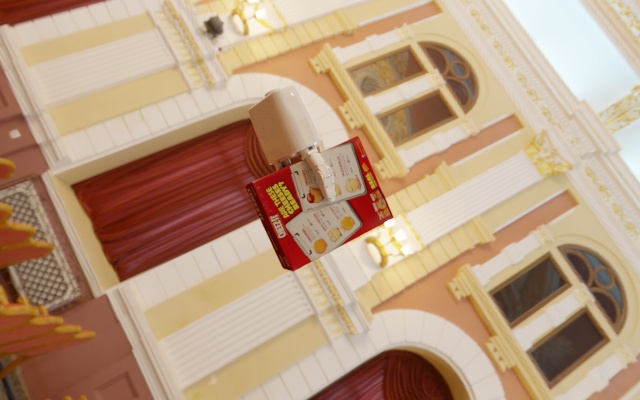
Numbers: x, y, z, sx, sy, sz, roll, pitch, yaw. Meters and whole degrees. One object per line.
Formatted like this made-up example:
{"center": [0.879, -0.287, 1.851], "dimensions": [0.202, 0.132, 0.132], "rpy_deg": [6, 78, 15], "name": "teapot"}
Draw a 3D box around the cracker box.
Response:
{"center": [0.000, 0.003, 0.838], "dimensions": [0.213, 0.164, 0.072], "rpy_deg": [-26, 5, -21], "name": "cracker box"}
